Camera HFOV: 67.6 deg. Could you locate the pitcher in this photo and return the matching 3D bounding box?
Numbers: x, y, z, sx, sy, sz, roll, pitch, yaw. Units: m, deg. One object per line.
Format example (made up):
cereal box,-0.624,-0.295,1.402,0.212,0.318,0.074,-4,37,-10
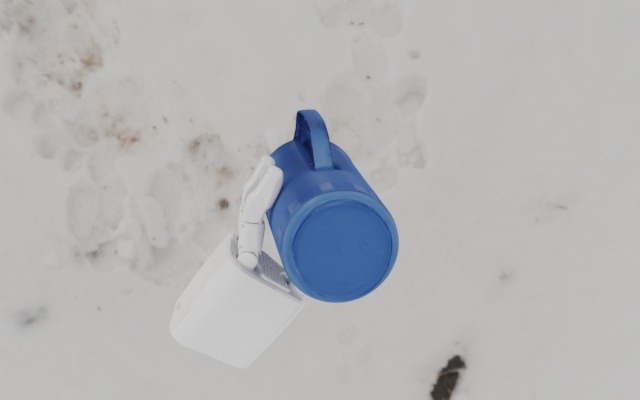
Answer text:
pitcher,0.000,0.002,0.526,0.149,0.145,0.242,41,6,-17
